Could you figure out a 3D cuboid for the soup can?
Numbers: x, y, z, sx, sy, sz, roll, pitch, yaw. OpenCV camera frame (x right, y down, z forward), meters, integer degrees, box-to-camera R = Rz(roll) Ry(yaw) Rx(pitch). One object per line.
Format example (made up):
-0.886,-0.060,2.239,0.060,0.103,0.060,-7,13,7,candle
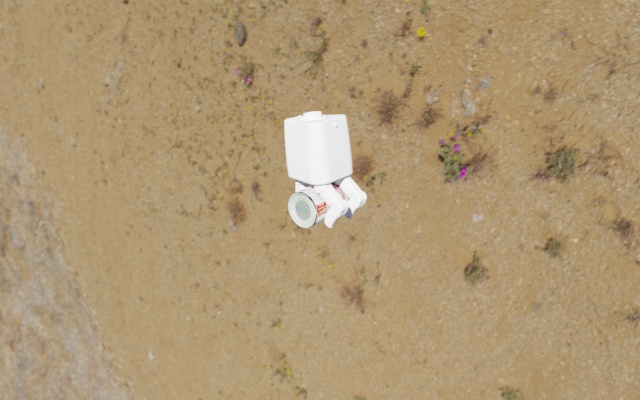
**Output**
0.000,0.003,0.858,0.068,0.068,0.102,0,16,42,soup can
